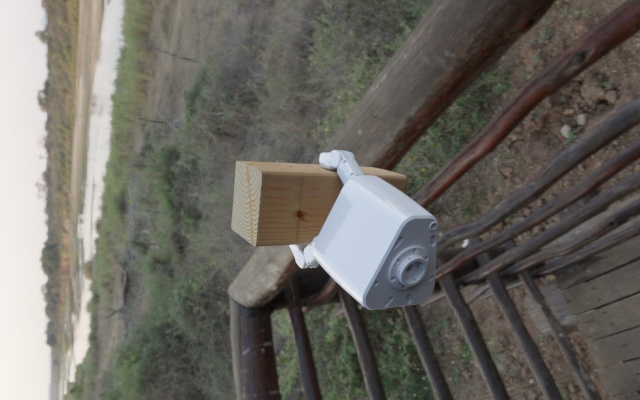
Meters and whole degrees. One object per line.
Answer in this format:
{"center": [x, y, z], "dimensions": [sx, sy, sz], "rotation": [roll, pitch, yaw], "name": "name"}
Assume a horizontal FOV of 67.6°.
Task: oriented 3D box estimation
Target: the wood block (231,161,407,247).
{"center": [0.000, 0.002, 0.620], "dimensions": [0.206, 0.091, 0.090], "rotation": [1, 11, -30], "name": "wood block"}
